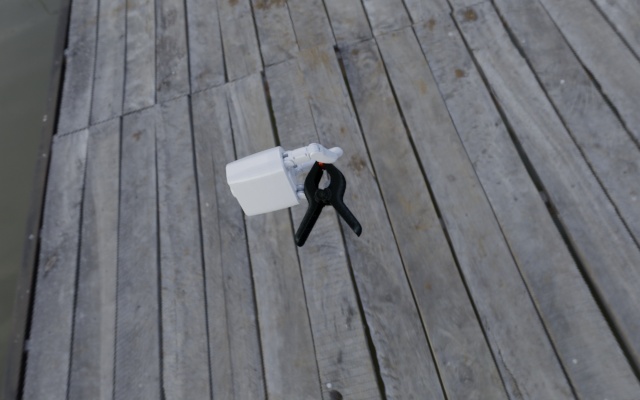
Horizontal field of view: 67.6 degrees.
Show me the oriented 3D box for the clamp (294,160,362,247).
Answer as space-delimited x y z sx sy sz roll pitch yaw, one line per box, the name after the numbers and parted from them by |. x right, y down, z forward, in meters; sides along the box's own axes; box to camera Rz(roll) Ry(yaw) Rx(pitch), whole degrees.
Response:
0.000 0.002 0.850 0.120 0.171 0.039 -16 -31 7 | clamp
